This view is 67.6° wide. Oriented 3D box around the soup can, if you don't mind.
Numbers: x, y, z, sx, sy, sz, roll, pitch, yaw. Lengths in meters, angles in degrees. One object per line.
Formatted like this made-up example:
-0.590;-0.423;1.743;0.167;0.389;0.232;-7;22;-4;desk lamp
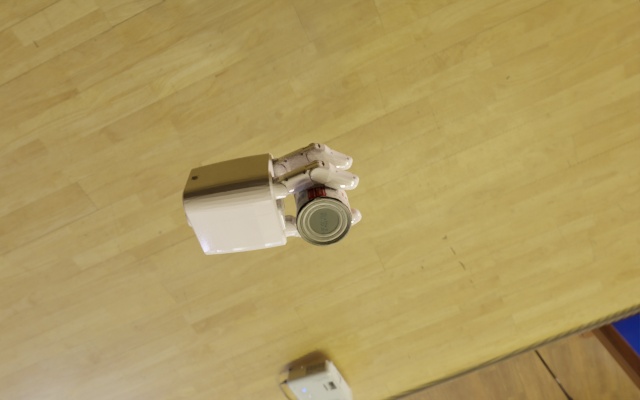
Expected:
0.001;0.002;0.594;0.068;0.068;0.102;0;28;-5;soup can
